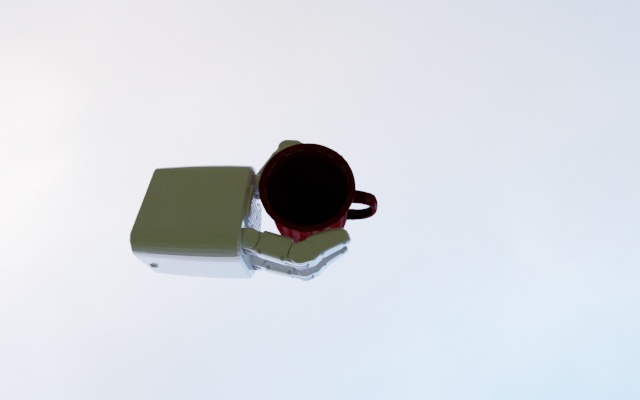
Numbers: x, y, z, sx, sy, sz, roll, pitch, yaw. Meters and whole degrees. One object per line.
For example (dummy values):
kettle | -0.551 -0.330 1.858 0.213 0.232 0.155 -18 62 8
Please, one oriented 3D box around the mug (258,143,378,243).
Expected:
mug | 0.002 0.002 0.492 0.117 0.093 0.081 3 -22 3
